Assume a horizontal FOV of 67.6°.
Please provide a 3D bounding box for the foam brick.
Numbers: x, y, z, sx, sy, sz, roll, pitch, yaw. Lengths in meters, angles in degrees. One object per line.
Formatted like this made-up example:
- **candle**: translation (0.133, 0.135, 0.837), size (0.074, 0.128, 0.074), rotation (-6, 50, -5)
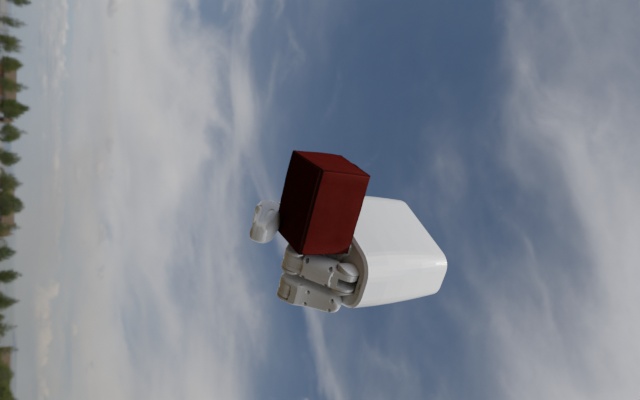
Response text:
- **foam brick**: translation (0.000, 0.001, 0.416), size (0.051, 0.078, 0.053), rotation (2, 24, -32)
